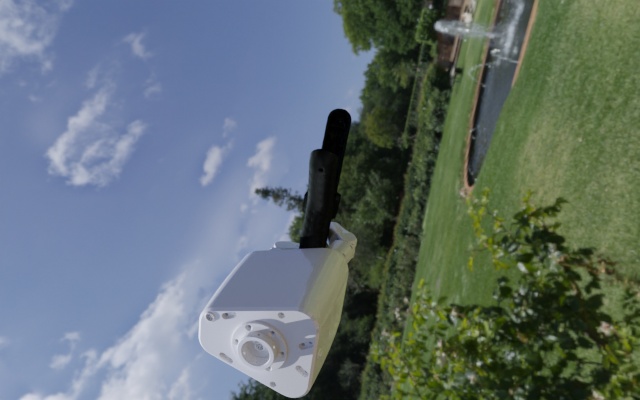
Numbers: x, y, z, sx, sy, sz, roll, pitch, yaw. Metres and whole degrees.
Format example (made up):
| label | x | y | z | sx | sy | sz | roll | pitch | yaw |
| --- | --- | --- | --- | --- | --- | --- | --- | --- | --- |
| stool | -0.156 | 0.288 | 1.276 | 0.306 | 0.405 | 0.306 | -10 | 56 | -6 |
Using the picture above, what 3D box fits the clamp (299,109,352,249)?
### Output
| label | x | y | z | sx | sy | sz | roll | pitch | yaw |
| --- | --- | --- | --- | --- | --- | --- | --- | --- | --- |
| clamp | -0.001 | 0.002 | 0.476 | 0.039 | 0.171 | 0.120 | 12 | 22 | 11 |
